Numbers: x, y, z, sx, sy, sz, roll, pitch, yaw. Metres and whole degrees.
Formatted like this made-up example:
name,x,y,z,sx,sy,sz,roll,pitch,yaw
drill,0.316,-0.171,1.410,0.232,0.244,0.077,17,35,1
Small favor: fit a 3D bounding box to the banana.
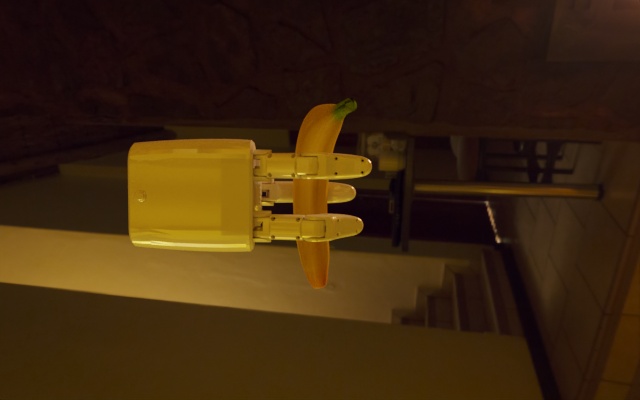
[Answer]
name,x,y,z,sx,sy,sz,roll,pitch,yaw
banana,-0.005,-0.010,0.466,0.037,0.198,0.069,-2,27,-18
